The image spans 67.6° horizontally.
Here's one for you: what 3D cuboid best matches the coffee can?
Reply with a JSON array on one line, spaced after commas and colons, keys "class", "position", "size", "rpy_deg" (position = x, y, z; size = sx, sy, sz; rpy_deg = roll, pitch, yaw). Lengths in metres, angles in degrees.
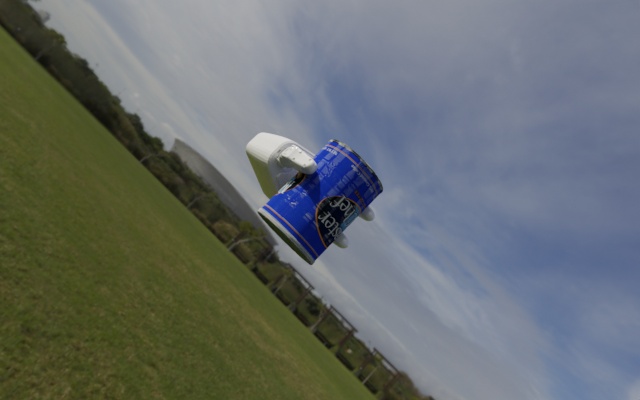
[{"class": "coffee can", "position": [0.000, 0.002, 0.647], "size": [0.140, 0.103, 0.103], "rpy_deg": [-45, 9, -10]}]
